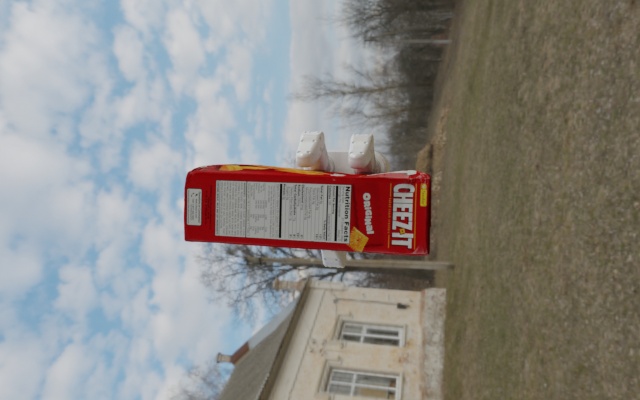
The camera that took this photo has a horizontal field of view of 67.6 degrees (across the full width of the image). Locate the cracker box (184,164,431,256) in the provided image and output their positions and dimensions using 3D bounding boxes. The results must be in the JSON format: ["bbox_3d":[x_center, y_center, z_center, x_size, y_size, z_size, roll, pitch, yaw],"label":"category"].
[{"bbox_3d":[0.000,0.002,0.472,0.213,0.072,0.164,2,5,12],"label":"cracker box"}]
